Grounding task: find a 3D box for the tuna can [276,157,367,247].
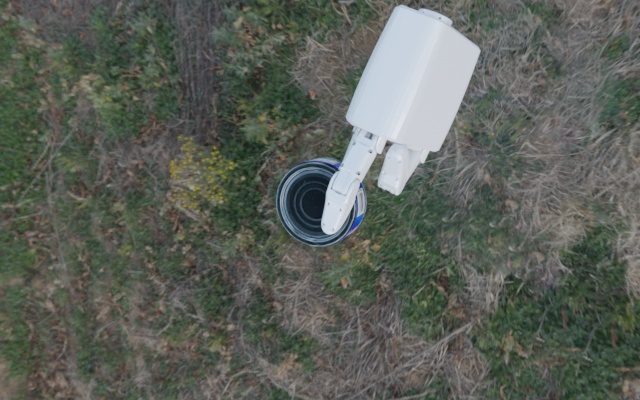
[{"bbox_3d":[0.000,0.002,0.471,0.086,0.086,0.033,0,10,22],"label":"tuna can"}]
